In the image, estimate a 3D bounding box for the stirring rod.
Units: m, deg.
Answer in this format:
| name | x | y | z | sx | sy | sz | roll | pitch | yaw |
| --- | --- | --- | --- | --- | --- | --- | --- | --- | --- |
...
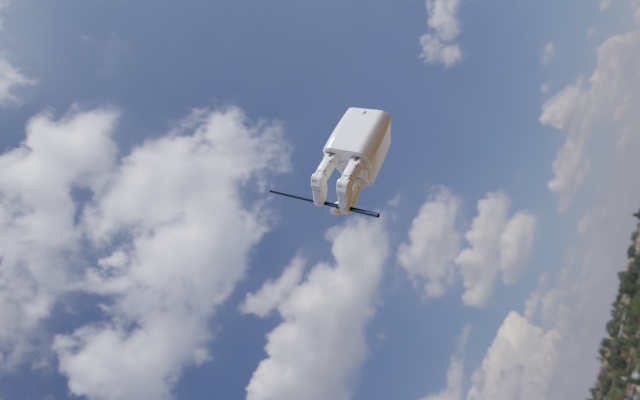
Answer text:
| name | x | y | z | sx | sy | sz | roll | pitch | yaw |
| --- | --- | --- | --- | --- | --- | --- | --- | --- | --- |
| stirring rod | 0.000 | 0.003 | 0.871 | 0.239 | 0.011 | 0.011 | 13 | 7 | 33 |
